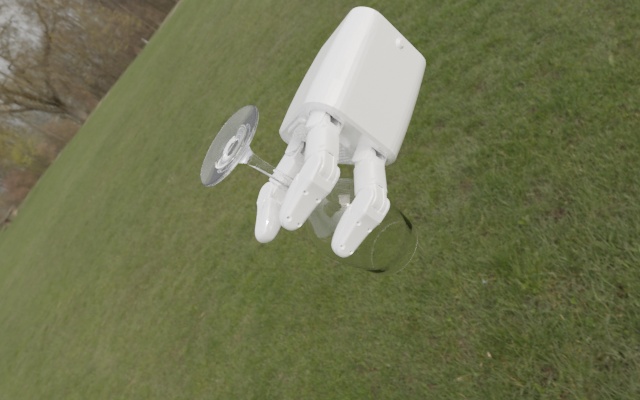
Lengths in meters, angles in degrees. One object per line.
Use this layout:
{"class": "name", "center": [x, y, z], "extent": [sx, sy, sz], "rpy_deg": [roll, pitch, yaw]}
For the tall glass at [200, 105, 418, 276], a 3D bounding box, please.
{"class": "tall glass", "center": [-0.001, 0.001, 0.424], "extent": [0.201, 0.079, 0.079], "rpy_deg": [32, -18, -31]}
